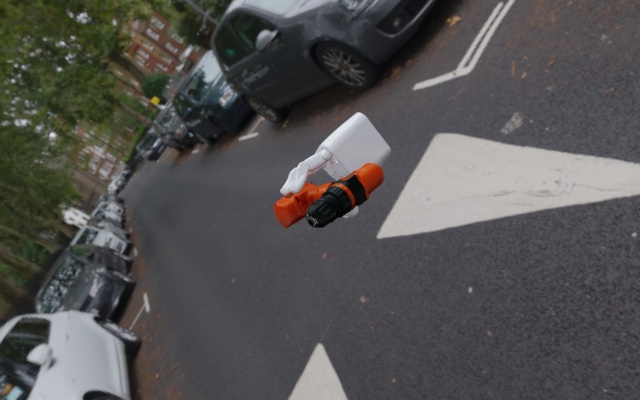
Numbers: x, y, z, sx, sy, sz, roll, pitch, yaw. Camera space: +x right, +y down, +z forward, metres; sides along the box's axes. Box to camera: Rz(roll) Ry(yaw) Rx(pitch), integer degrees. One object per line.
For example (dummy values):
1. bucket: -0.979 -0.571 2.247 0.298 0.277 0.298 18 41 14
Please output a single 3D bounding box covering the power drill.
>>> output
1. power drill: 0.000 0.003 0.844 0.184 0.057 0.187 -34 14 -39
